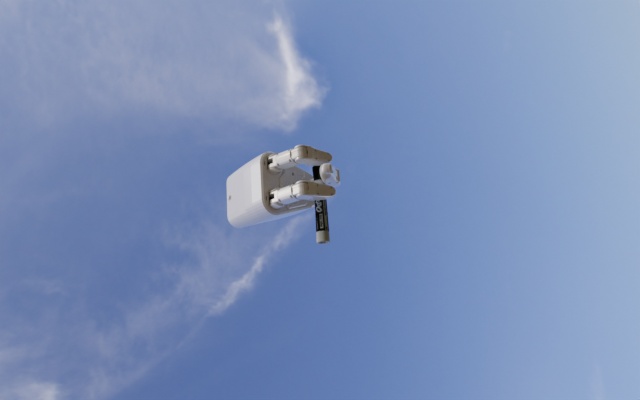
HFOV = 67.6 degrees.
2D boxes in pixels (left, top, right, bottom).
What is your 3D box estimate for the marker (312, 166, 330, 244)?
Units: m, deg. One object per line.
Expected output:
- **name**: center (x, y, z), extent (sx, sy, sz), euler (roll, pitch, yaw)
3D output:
- **marker**: center (0.000, 0.002, 0.692), extent (0.020, 0.121, 0.020), euler (-4, -18, -1)
